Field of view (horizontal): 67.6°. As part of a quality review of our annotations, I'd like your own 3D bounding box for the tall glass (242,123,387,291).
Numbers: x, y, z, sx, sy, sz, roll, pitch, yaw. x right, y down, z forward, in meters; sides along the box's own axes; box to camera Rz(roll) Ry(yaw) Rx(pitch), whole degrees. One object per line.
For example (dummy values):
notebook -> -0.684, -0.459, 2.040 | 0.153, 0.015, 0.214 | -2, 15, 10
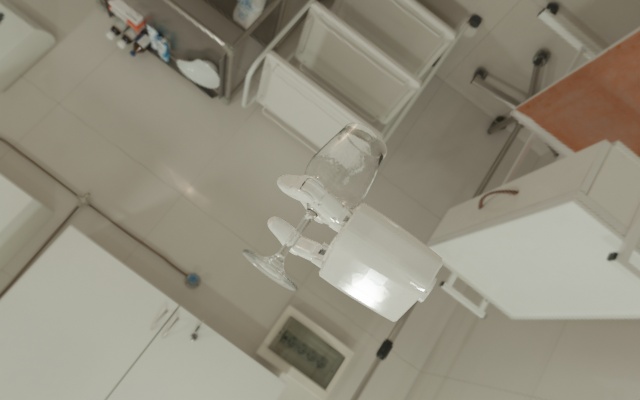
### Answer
tall glass -> 0.000, 0.002, 0.554 | 0.079, 0.201, 0.079 | 32, -19, 13
